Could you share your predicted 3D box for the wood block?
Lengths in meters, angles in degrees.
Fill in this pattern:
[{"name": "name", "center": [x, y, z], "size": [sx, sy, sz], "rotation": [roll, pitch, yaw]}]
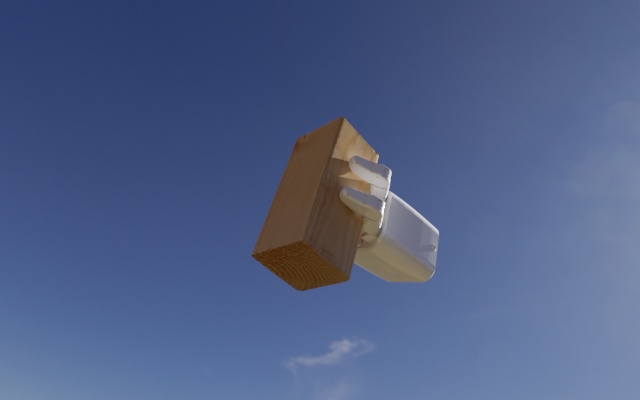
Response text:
[{"name": "wood block", "center": [0.000, 0.002, 0.627], "size": [0.091, 0.206, 0.090], "rotation": [-21, -51, 39]}]
